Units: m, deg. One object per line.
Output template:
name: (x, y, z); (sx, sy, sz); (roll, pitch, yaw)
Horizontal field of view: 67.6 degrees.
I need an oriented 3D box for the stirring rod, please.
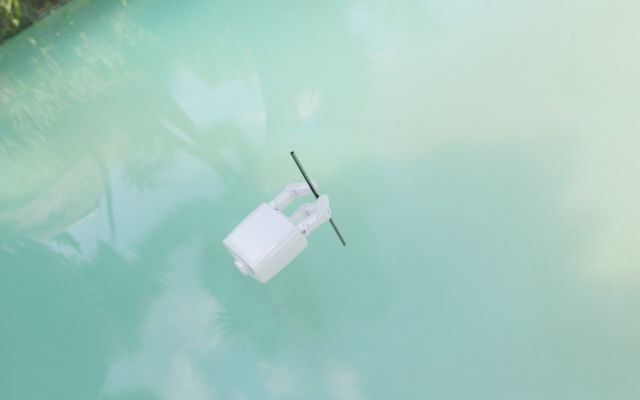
stirring rod: (0.000, 0.003, 0.891); (0.011, 0.240, 0.011); (-19, 36, 15)
